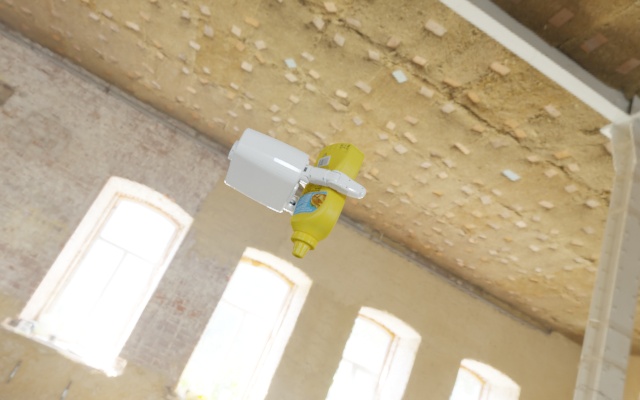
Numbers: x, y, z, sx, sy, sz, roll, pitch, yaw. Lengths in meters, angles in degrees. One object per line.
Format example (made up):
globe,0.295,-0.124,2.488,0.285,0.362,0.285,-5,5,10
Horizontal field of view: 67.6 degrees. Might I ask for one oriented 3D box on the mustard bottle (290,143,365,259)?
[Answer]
mustard bottle,0.000,0.002,0.753,0.058,0.191,0.096,36,-25,-27
